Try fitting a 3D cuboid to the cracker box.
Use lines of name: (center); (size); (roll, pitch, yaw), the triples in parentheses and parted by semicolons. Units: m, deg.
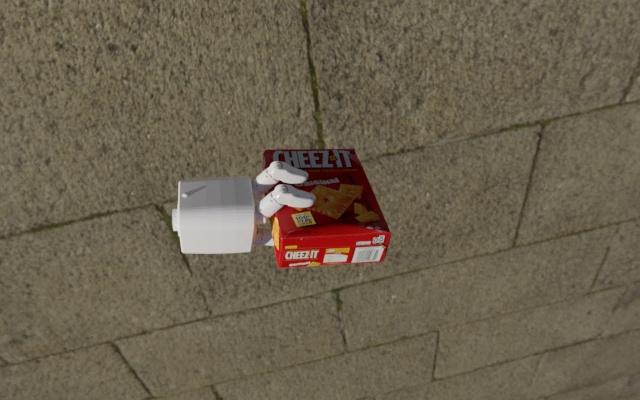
cracker box: (0.000, 0.003, 0.754); (0.164, 0.072, 0.213); (-2, 42, -14)
